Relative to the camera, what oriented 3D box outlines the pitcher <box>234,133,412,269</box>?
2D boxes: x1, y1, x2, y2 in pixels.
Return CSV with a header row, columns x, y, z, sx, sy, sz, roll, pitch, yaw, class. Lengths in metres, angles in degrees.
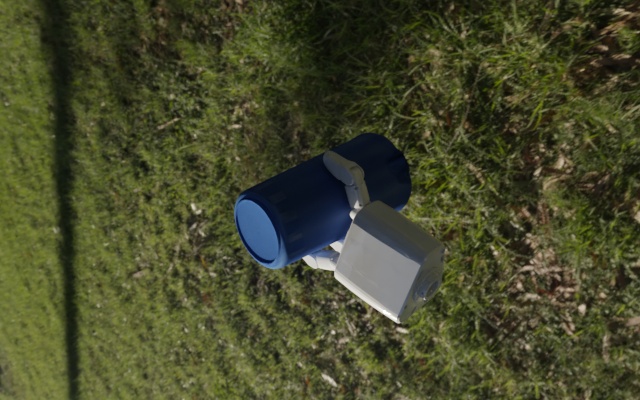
x,y,z,sx,sy,sz,roll,pitch,yaw,class
0.000,0.002,0.675,0.242,0.149,0.145,-25,46,-38,pitcher
